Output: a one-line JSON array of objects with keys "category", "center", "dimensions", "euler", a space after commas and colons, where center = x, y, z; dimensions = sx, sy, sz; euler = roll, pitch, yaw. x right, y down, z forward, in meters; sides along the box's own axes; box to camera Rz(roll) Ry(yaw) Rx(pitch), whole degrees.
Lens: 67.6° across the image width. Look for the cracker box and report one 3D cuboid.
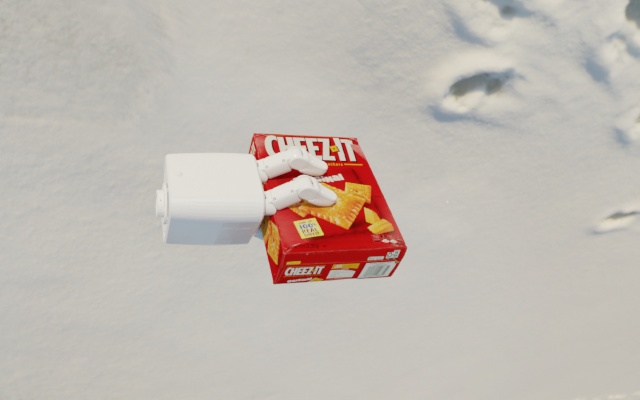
[{"category": "cracker box", "center": [0.000, 0.002, 0.638], "dimensions": [0.164, 0.213, 0.072], "euler": [0, -43, -22]}]
